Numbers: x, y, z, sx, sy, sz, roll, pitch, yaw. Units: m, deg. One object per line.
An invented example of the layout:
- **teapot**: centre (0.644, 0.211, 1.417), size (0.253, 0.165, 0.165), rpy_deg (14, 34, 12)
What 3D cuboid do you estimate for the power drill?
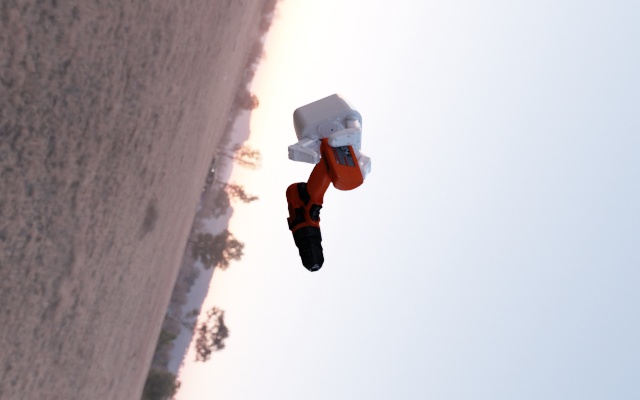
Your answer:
- **power drill**: centre (0.000, 0.002, 0.803), size (0.057, 0.184, 0.188), rpy_deg (7, -42, -30)
